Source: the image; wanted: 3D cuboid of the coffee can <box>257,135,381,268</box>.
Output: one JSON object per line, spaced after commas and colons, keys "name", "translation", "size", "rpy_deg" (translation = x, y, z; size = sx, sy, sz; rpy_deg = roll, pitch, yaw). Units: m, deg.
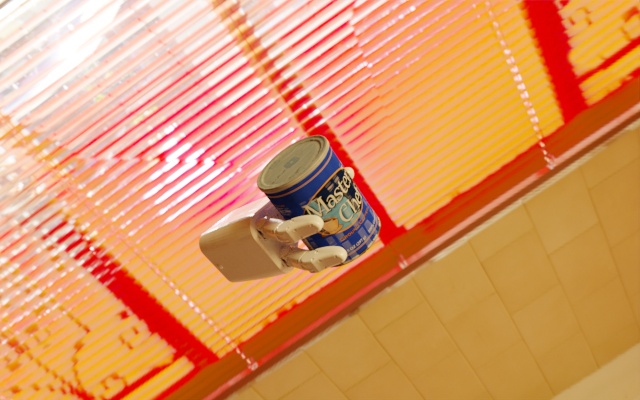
{"name": "coffee can", "translation": [0.000, 0.002, 0.615], "size": [0.103, 0.140, 0.102], "rpy_deg": [-27, 28, 16]}
